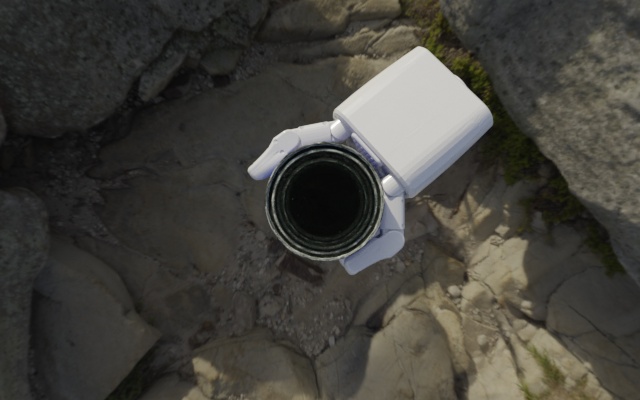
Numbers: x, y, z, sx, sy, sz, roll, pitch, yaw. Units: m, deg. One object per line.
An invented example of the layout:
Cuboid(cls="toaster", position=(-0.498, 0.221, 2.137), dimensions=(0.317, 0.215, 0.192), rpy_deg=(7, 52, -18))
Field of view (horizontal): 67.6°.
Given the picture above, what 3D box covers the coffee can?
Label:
Cuboid(cls="coffee can", position=(0.000, 0.002, 0.474), dimensions=(0.103, 0.103, 0.140), rpy_deg=(0, 0, -3))
